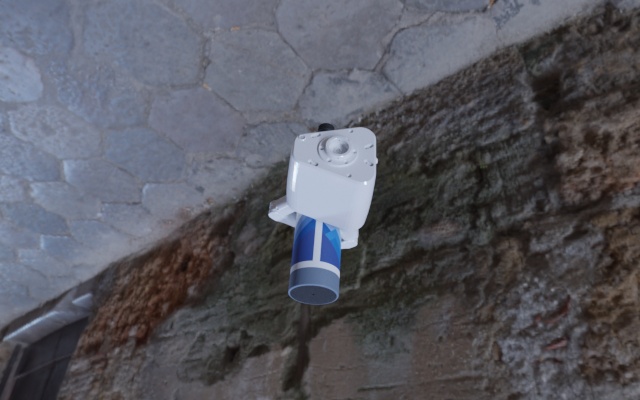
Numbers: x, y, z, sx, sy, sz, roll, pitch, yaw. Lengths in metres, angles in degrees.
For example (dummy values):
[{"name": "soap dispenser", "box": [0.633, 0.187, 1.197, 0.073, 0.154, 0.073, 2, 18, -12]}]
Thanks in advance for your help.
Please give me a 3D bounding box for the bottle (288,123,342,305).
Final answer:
[{"name": "bottle", "box": [0.000, 0.003, 0.707, 0.069, 0.295, 0.069, 3, -34, 2]}]
